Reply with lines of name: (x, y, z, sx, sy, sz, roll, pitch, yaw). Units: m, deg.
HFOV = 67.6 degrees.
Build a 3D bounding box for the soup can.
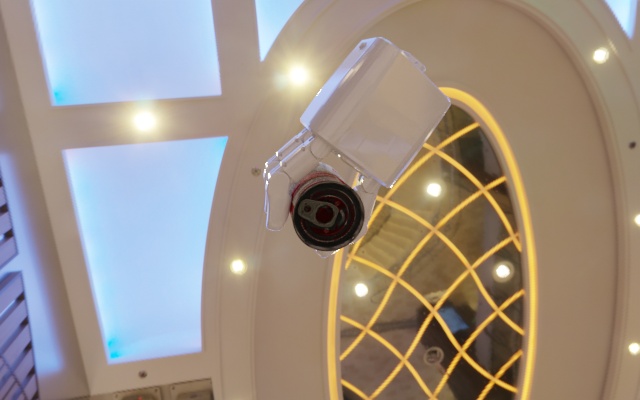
soup can: (0.000, 0.002, 0.486, 0.068, 0.068, 0.102, 0, 16, -9)
